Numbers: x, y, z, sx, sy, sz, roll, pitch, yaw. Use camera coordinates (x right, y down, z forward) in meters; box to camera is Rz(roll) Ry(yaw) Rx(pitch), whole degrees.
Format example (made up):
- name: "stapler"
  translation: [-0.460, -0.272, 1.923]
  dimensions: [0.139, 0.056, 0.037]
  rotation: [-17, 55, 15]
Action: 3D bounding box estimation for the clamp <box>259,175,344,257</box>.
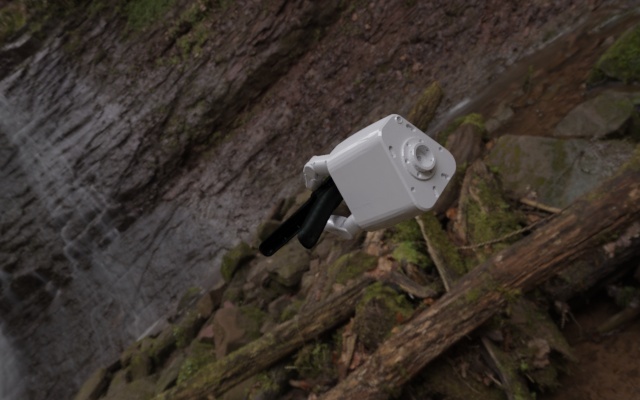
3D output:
- name: "clamp"
  translation: [0.000, 0.001, 0.678]
  dimensions: [0.210, 0.036, 0.164]
  rotation: [-50, 14, -31]
